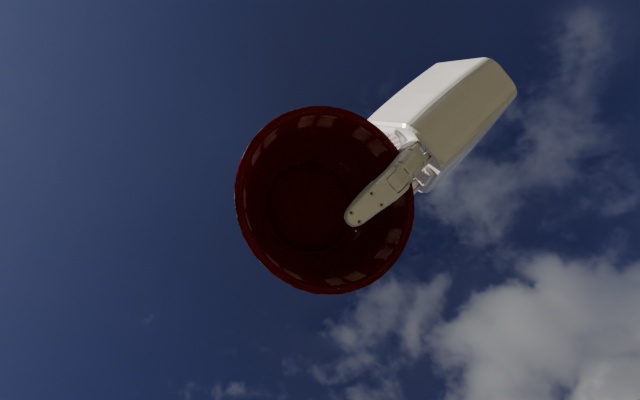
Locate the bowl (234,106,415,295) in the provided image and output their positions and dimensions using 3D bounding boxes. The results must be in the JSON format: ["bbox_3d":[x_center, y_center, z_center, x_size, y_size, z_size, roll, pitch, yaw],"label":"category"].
[{"bbox_3d":[-0.001,0.002,0.426,0.162,0.162,0.055,0,-9,-20],"label":"bowl"}]
